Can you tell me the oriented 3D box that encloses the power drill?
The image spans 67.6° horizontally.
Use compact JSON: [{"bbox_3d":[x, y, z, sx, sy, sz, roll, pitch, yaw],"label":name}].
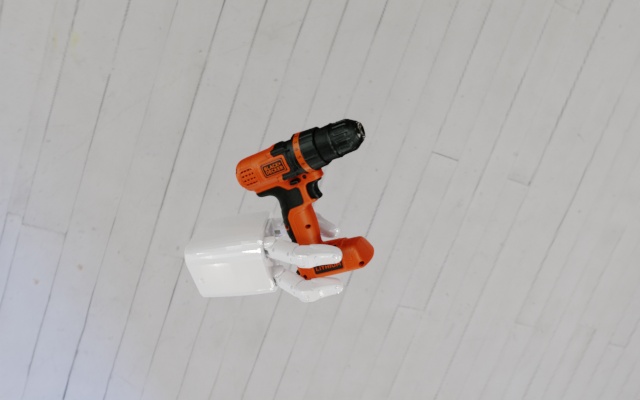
[{"bbox_3d":[0.000,0.003,0.615,0.184,0.188,0.057,-18,14,29],"label":"power drill"}]
